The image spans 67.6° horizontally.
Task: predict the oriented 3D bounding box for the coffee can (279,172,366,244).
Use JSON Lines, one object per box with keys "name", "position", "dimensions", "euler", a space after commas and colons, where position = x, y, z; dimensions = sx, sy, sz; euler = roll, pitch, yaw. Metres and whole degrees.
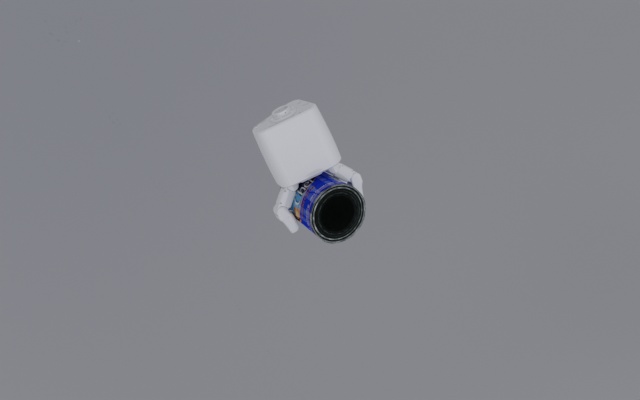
{"name": "coffee can", "position": [0.000, 0.003, 0.836], "dimensions": [0.103, 0.103, 0.140], "euler": [0, 17, -27]}
